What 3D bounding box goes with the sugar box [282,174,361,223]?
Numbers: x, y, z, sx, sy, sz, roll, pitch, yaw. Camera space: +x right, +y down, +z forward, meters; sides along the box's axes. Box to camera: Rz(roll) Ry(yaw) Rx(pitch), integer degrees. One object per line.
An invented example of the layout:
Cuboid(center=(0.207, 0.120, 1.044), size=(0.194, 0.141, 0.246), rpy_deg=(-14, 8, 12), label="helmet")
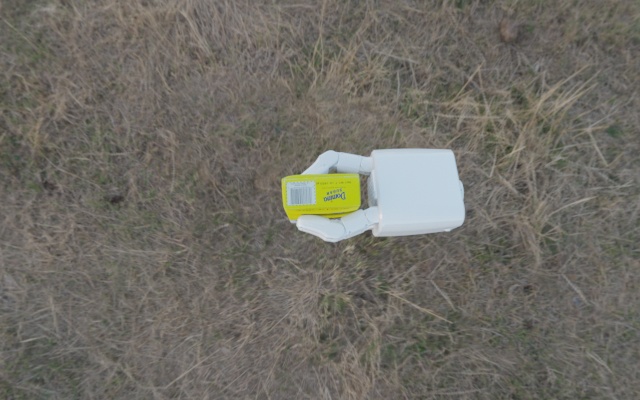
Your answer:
Cuboid(center=(0.000, 0.003, 0.644), size=(0.093, 0.048, 0.176), rpy_deg=(-2, -11, 0), label="sugar box")
